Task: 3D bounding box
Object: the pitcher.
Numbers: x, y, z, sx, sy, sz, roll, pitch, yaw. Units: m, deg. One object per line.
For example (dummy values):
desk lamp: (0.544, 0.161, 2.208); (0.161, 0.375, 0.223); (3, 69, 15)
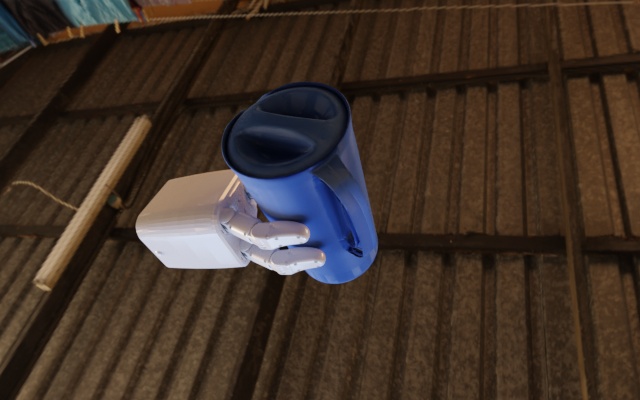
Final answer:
pitcher: (0.000, 0.002, 0.547); (0.145, 0.149, 0.243); (-4, -38, 17)
